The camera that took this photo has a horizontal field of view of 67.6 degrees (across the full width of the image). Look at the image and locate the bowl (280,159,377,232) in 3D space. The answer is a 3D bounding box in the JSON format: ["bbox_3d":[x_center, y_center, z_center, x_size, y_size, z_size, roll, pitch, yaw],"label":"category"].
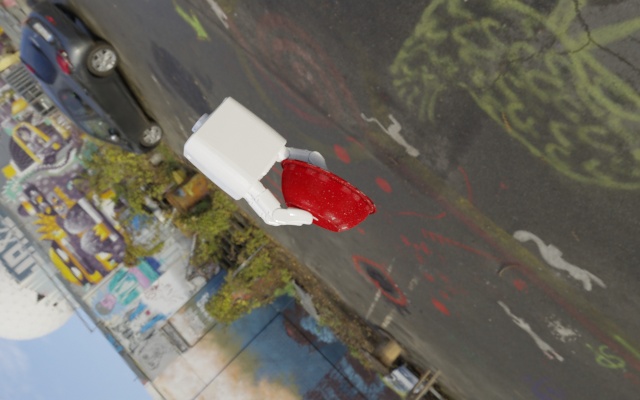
[{"bbox_3d":[0.001,0.003,0.715,0.162,0.055,0.162,26,-12,6],"label":"bowl"}]
